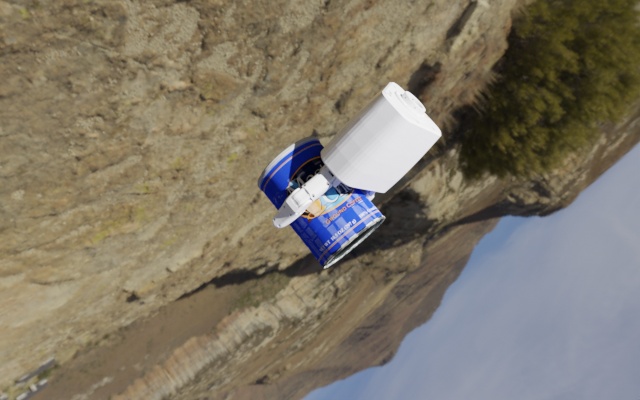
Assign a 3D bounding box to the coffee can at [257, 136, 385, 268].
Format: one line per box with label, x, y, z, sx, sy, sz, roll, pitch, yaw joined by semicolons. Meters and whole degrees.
coffee can;0.000;0.002;0.623;0.103;0.140;0.103;-38;-11;-9
